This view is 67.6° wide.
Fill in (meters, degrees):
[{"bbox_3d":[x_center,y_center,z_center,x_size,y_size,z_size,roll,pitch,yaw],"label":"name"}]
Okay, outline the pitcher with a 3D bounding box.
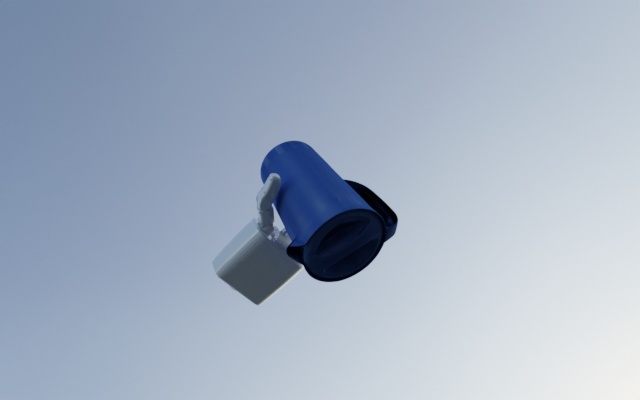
[{"bbox_3d":[0.000,0.003,0.767,0.149,0.145,0.242,36,12,-42],"label":"pitcher"}]
